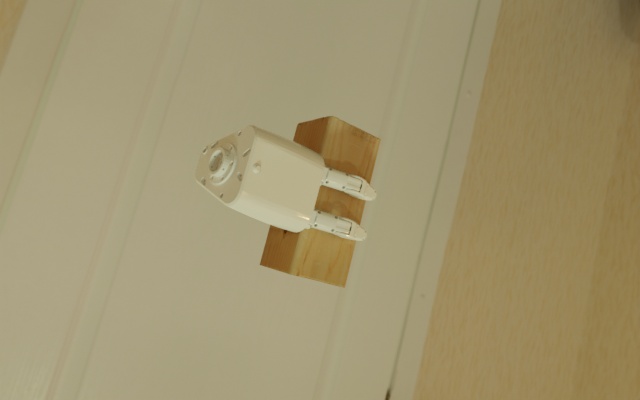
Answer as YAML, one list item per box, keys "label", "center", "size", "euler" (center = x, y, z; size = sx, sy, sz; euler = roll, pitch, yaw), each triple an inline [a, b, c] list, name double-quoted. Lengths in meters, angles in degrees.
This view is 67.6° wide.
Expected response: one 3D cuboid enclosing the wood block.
- label: "wood block"
  center: [0.000, 0.002, 0.649]
  size: [0.090, 0.206, 0.091]
  euler: [20, -9, -32]
